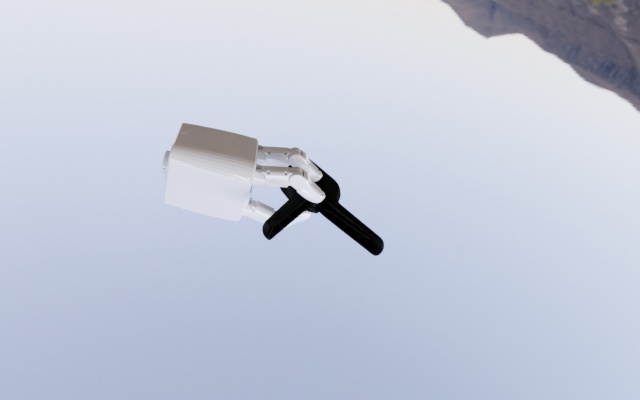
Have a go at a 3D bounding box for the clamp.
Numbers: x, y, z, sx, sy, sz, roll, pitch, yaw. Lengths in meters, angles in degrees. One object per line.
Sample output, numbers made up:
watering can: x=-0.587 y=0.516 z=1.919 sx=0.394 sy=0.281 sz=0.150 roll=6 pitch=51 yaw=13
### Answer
clamp: x=0.000 y=0.003 z=0.679 sx=0.164 sy=0.036 sz=0.209 roll=15 pitch=30 yaw=-14
